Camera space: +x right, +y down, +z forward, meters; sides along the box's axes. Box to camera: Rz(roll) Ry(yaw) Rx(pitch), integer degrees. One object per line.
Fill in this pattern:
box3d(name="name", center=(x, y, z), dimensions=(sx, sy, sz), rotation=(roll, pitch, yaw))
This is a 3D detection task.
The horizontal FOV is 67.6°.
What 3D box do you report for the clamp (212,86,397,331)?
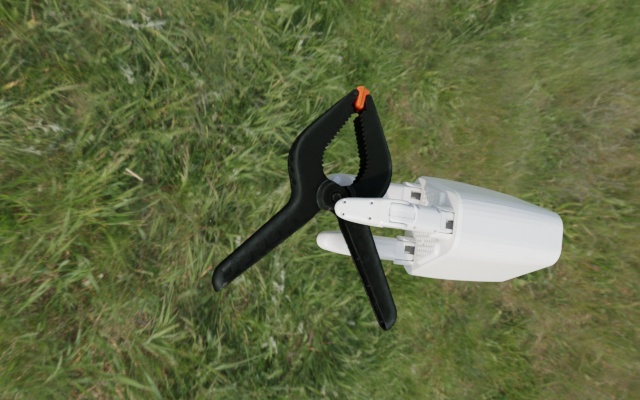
box3d(name="clamp", center=(0.001, 0.001, 0.416), dimensions=(0.164, 0.210, 0.036), rotation=(9, -4, -13))
